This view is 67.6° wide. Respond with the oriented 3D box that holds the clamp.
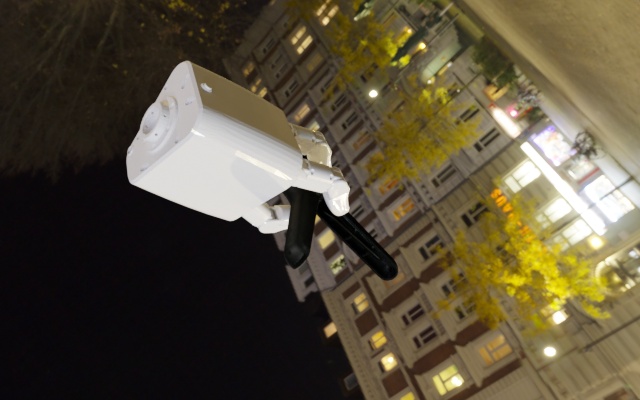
[{"bbox_3d":[-0.001,0.002,0.526,0.164,0.209,0.036,23,-58,-43],"label":"clamp"}]
